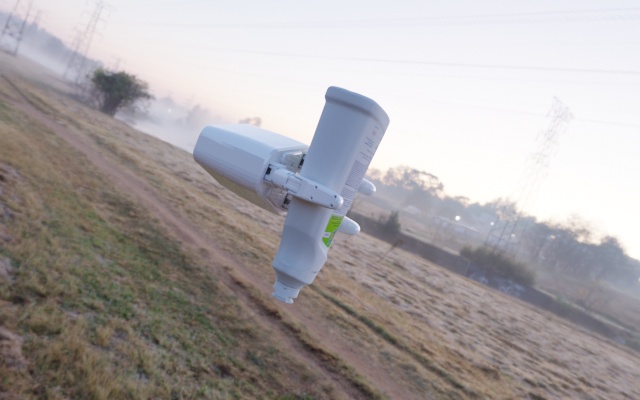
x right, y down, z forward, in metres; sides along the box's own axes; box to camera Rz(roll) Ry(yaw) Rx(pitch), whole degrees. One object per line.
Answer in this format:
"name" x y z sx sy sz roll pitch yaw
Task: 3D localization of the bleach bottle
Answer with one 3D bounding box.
"bleach bottle" 0.000 0.002 0.561 0.068 0.251 0.102 24 3 22
